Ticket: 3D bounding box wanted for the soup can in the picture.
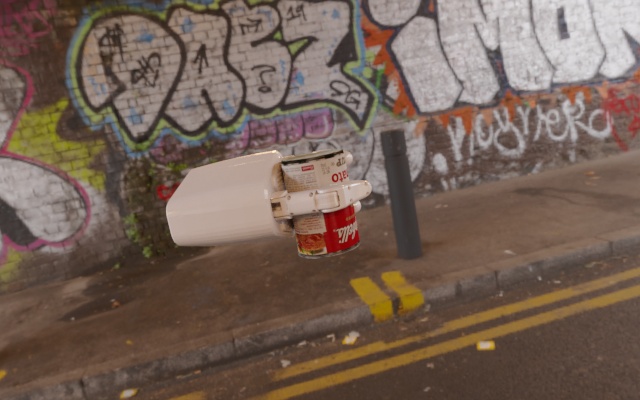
[{"bbox_3d":[0.000,0.001,0.502,0.068,0.102,0.068,-10,10,2],"label":"soup can"}]
